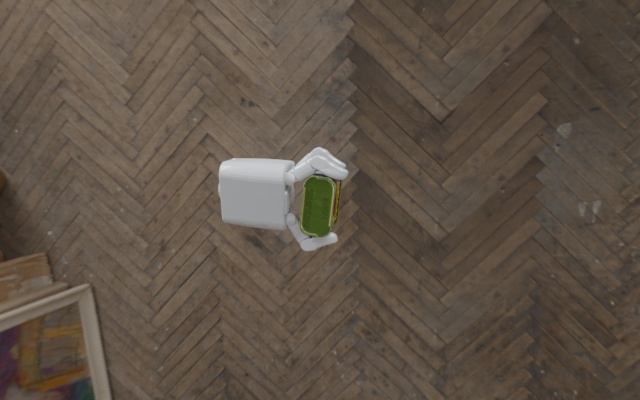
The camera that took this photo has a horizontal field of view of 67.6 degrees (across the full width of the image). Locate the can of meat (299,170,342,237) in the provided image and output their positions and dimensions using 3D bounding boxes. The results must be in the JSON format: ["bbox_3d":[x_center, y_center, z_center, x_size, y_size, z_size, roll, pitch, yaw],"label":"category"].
[{"bbox_3d":[0.000,0.003,0.775,0.057,0.102,0.084,7,11,6],"label":"can of meat"}]
